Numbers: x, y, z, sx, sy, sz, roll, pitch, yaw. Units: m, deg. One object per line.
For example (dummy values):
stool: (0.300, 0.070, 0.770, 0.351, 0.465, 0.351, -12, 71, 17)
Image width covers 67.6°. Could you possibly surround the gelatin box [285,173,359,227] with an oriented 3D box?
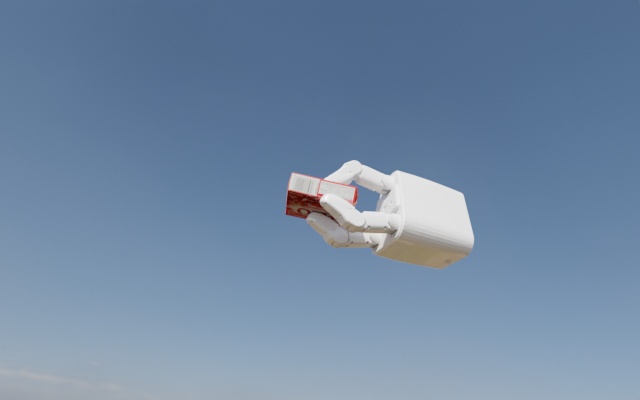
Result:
gelatin box: (0.000, 0.002, 0.629, 0.089, 0.030, 0.073, 13, -27, 0)
